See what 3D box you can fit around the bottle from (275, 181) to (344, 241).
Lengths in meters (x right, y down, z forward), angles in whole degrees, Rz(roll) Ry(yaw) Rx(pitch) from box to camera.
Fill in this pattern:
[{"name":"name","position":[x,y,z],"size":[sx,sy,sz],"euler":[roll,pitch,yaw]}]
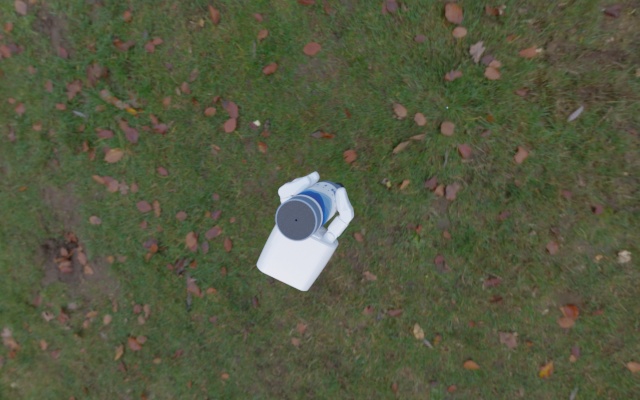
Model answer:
[{"name":"bottle","position":[0.000,0.003,0.858],"size":[0.069,0.069,0.295],"euler":[0,11,15]}]
